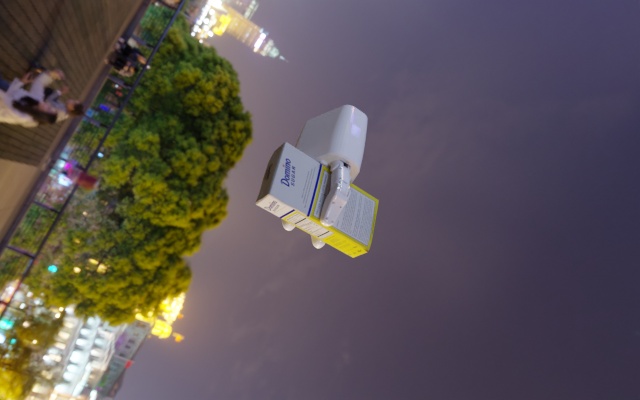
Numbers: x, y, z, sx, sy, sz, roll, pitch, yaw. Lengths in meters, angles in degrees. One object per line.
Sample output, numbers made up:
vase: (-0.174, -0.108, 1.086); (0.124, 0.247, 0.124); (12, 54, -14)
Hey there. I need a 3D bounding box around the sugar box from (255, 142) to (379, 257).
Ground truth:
sugar box: (0.000, 0.002, 0.682); (0.176, 0.093, 0.048); (30, -36, -22)
